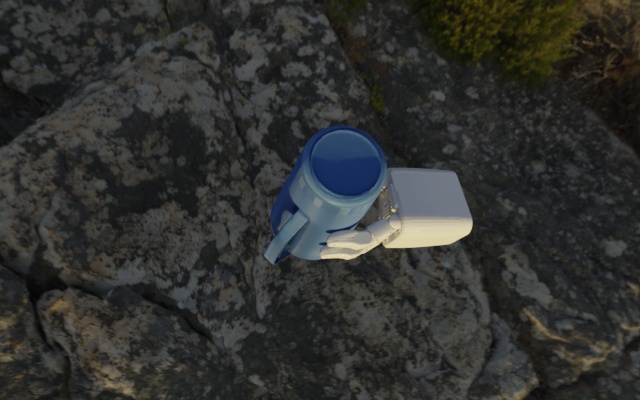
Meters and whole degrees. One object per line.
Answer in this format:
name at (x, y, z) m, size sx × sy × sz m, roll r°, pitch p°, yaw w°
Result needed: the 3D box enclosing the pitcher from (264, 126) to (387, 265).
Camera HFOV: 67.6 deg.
pitcher at (0.000, 0.002, 0.674) m, size 0.145 × 0.149 × 0.243 m, roll 3°, pitch -20°, yaw -11°
